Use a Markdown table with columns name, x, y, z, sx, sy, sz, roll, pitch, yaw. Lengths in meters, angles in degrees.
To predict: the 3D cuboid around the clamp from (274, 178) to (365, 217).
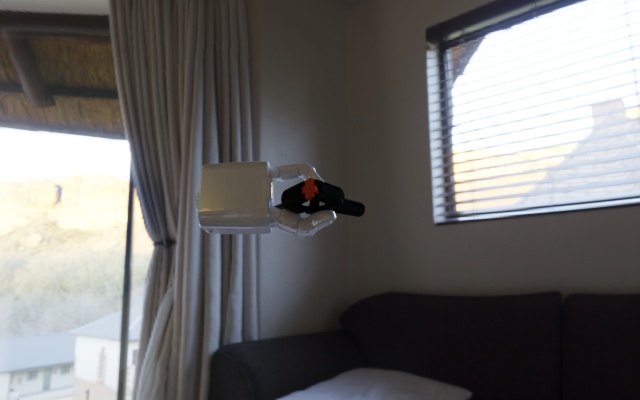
| name | x | y | z | sx | sy | sz | roll | pitch | yaw |
| --- | --- | --- | --- | --- | --- | --- | --- | --- | --- |
| clamp | 0.000 | 0.002 | 0.748 | 0.164 | 0.036 | 0.210 | -2 | -11 | -4 |
